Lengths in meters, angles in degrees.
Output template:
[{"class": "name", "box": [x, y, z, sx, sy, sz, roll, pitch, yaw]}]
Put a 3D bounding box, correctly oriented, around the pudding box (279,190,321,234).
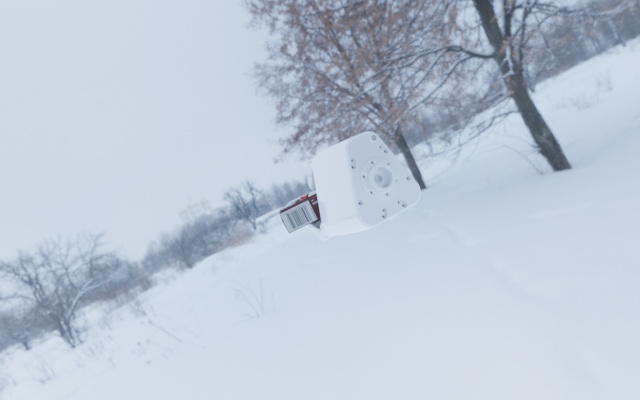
[{"class": "pudding box", "box": [0.000, 0.002, 0.709, 0.113, 0.039, 0.090, -24, 5, 7]}]
